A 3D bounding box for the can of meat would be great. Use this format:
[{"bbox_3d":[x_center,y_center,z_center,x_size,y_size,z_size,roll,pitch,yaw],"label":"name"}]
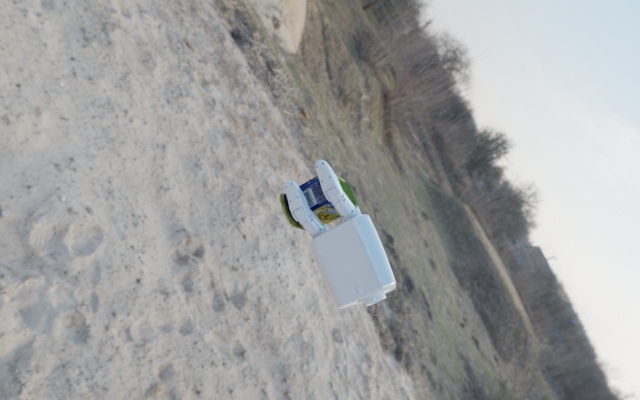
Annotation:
[{"bbox_3d":[0.000,0.002,0.732,0.084,0.057,0.102,-29,-22,18],"label":"can of meat"}]
